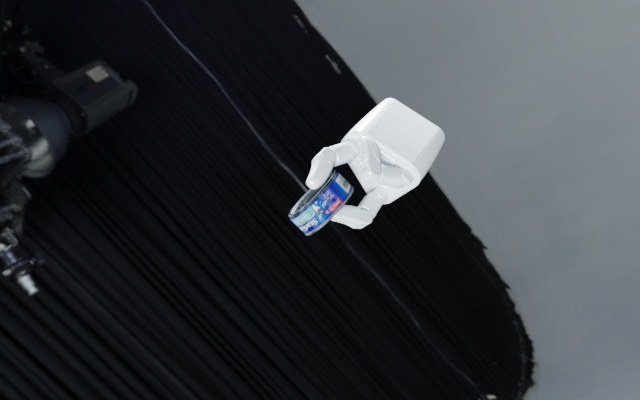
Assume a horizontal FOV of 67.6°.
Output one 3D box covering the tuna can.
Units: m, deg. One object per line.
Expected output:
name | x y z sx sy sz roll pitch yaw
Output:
tuna can | 0.000 0.002 0.602 0.034 0.086 0.086 45 -9 -9
